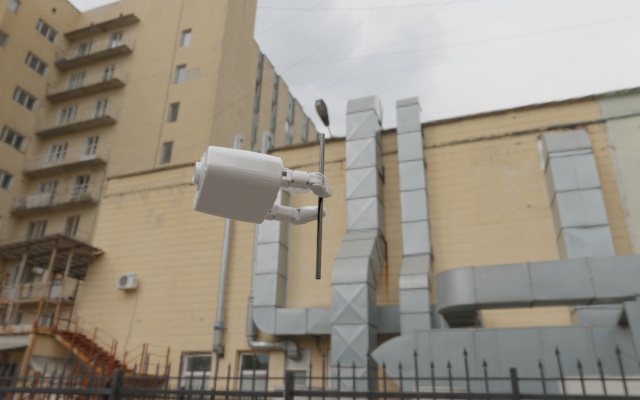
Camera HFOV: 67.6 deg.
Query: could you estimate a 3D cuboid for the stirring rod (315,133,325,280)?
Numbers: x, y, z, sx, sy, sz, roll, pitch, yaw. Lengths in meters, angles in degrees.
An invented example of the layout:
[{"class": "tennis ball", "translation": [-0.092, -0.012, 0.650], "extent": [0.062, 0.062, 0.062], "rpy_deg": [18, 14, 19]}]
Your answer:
[{"class": "stirring rod", "translation": [0.000, 0.002, 0.735], "extent": [0.011, 0.239, 0.011], "rpy_deg": [2, -23, 1]}]
